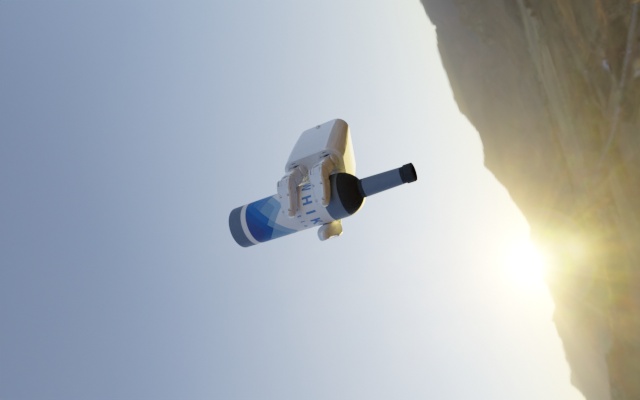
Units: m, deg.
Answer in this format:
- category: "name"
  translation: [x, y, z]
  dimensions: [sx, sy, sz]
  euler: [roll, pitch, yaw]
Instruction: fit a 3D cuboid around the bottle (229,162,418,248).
- category: "bottle"
  translation: [0.000, 0.002, 0.711]
  dimensions: [0.296, 0.069, 0.069]
  euler: [-18, -8, 24]
